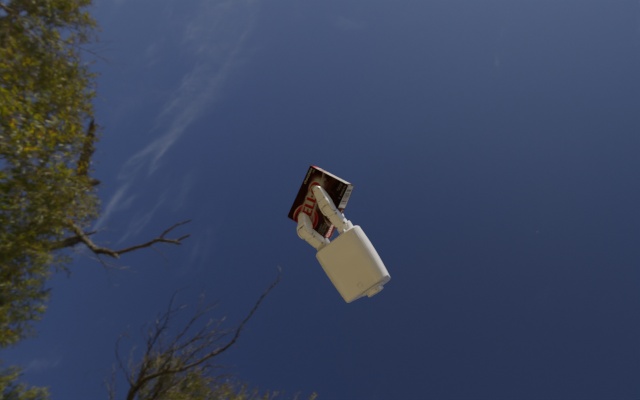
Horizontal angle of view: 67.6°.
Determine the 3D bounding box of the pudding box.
[{"bbox_3d":[0.000,0.003,0.900,0.090,0.113,0.039,28,8,25],"label":"pudding box"}]
